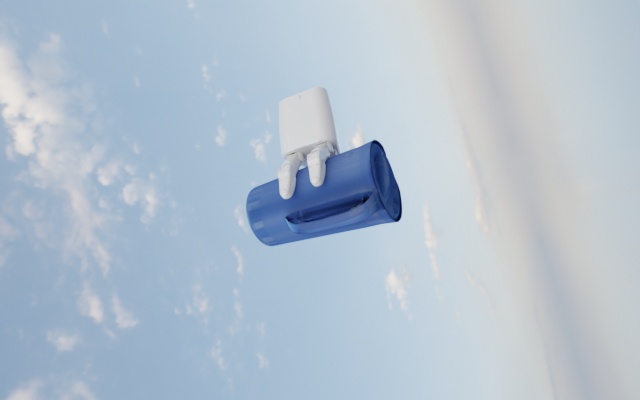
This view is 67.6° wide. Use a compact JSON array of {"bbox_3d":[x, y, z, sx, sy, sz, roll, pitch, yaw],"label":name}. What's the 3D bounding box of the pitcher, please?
[{"bbox_3d":[0.000,0.002,0.778,0.243,0.145,0.149,-17,-24,23],"label":"pitcher"}]
